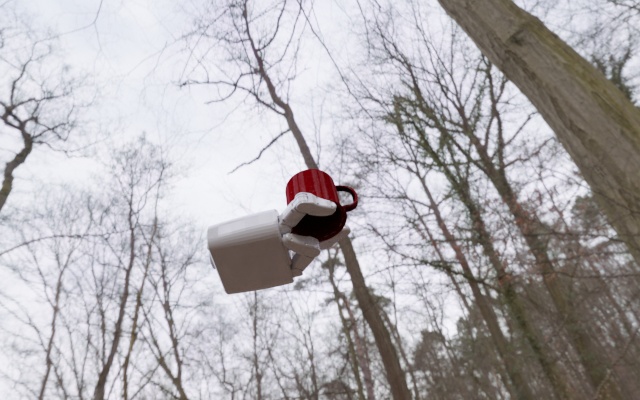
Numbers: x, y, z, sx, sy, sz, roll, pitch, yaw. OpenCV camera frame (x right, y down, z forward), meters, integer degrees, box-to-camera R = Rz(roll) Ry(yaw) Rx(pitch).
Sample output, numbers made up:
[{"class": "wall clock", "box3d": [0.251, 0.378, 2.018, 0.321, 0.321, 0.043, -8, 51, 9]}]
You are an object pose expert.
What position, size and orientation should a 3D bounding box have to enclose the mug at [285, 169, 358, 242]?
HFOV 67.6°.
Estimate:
[{"class": "mug", "box3d": [0.001, 0.002, 0.745, 0.117, 0.093, 0.081, -13, 44, 0]}]
